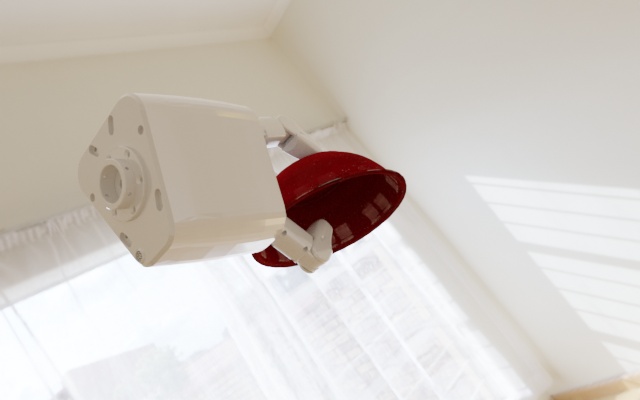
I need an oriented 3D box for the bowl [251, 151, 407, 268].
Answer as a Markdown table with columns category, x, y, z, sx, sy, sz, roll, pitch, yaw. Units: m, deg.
| category | x | y | z | sx | sy | sz | roll | pitch | yaw |
| --- | --- | --- | --- | --- | --- | --- | --- | --- | --- |
| bowl | 0.001 | 0.001 | 0.466 | 0.162 | 0.055 | 0.162 | -21 | -26 | -11 |
